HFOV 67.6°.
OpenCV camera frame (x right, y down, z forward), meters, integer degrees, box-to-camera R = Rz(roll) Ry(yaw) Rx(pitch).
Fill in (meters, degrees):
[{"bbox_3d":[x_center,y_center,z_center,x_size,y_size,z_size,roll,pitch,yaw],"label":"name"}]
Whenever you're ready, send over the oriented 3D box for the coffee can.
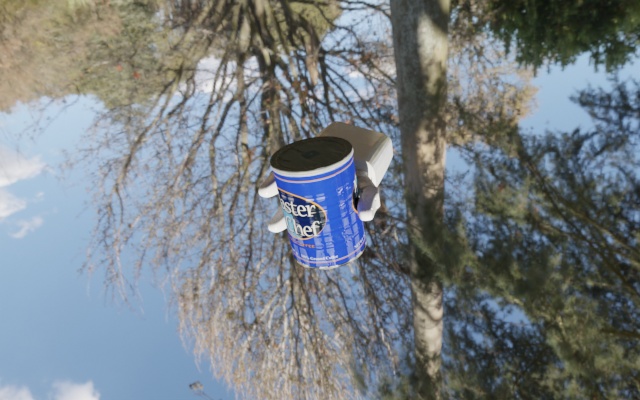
[{"bbox_3d":[0.000,0.002,0.614,0.103,0.140,0.102,-9,29,5],"label":"coffee can"}]
